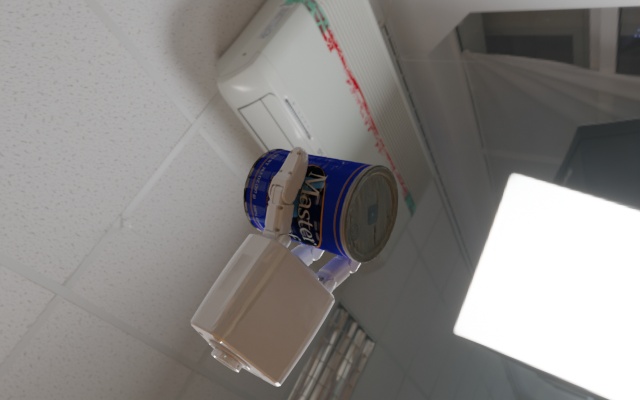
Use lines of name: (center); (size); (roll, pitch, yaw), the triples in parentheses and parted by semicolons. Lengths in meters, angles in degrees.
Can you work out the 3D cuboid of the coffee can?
coffee can: (0.000, 0.002, 0.530); (0.140, 0.103, 0.103); (13, 8, 36)
